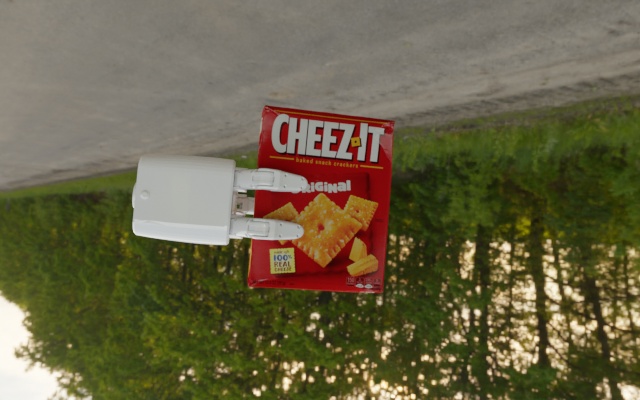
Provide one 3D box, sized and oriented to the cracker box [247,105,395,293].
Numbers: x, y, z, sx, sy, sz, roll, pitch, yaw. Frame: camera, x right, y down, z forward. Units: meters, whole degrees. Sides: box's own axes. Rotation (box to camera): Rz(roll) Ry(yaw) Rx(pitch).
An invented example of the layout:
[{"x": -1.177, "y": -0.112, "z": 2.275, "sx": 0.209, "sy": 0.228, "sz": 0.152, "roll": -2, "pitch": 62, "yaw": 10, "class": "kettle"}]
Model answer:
[{"x": 0.000, "y": 0.002, "z": 0.588, "sx": 0.164, "sy": 0.213, "sz": 0.072, "roll": 5, "pitch": -3, "yaw": -9, "class": "cracker box"}]
